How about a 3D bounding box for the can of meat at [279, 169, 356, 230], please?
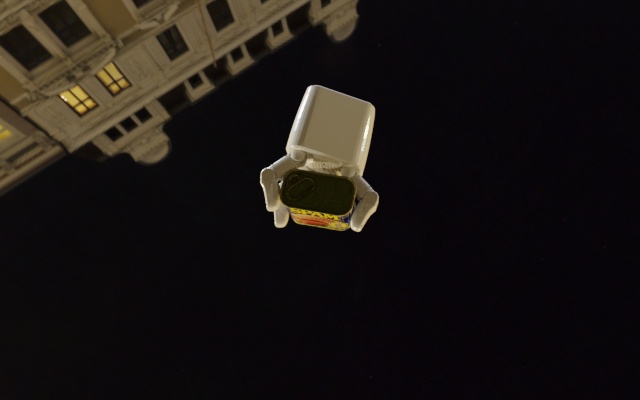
[{"bbox_3d":[0.000,0.002,0.679,0.102,0.057,0.084,10,-18,9],"label":"can of meat"}]
